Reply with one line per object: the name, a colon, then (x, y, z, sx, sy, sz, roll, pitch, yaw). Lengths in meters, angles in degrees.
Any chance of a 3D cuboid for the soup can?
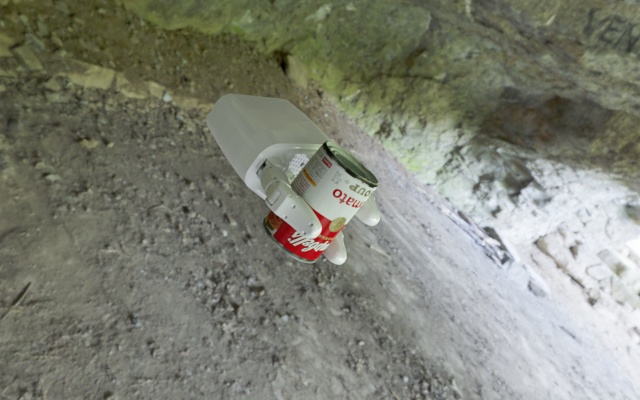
soup can: (0.000, 0.002, 0.468, 0.068, 0.102, 0.068, 35, 17, -13)
